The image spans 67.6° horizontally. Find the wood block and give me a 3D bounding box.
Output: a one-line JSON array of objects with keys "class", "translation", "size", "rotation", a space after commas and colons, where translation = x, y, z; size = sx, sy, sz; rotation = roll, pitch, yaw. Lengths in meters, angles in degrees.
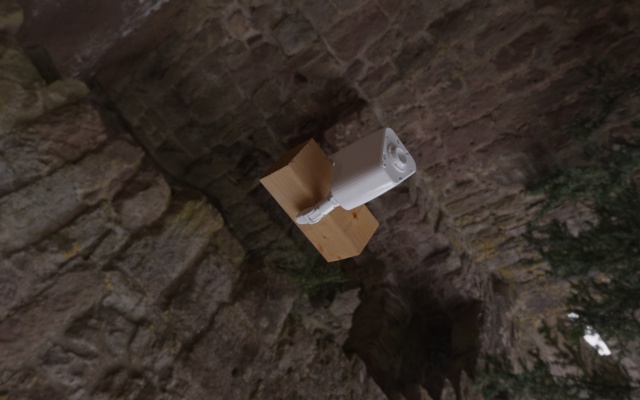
[{"class": "wood block", "translation": [0.000, 0.003, 0.870], "size": [0.090, 0.206, 0.090], "rotation": [-21, 23, 48]}]
